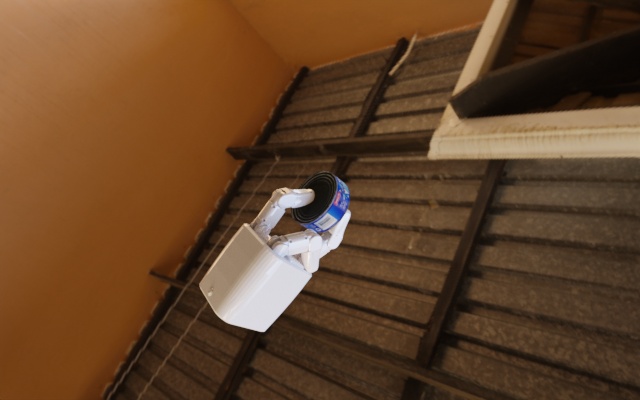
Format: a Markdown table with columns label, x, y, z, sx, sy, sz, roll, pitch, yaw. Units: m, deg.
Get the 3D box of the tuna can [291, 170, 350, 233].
| label | x | y | z | sx | sy | sz | roll | pitch | yaw |
| --- | --- | --- | --- | --- | --- | --- | --- | --- | --- |
| tuna can | 0.001 | 0.002 | 0.680 | 0.086 | 0.086 | 0.034 | 0 | -28 | 48 |
